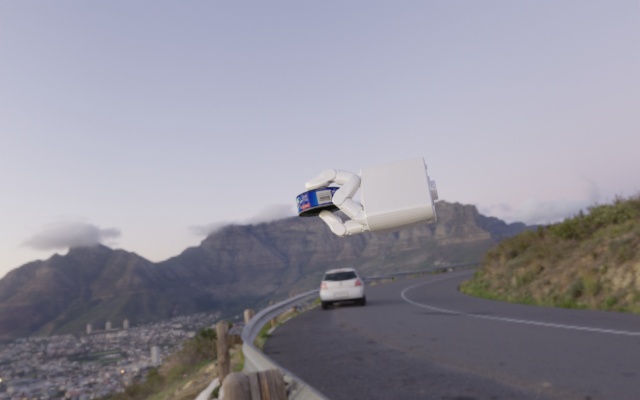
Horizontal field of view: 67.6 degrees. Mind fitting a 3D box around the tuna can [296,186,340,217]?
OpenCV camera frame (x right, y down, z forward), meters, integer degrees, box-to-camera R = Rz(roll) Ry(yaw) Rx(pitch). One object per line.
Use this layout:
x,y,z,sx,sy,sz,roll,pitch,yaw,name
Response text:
0.000,0.002,0.840,0.086,0.033,0.086,-11,-11,-2,tuna can
